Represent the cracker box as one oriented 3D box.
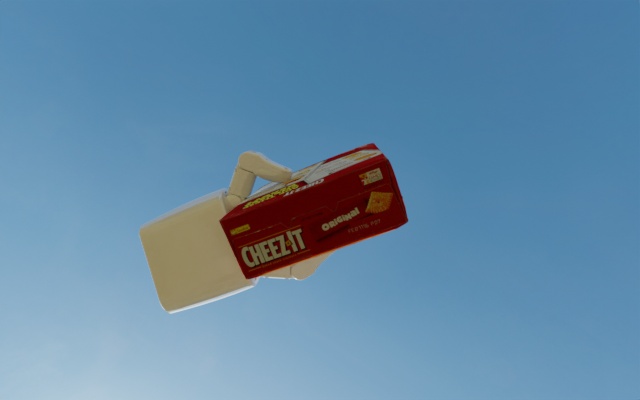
[{"bbox_3d":[0.000,0.002,0.530,0.164,0.072,0.213,-21,9,7],"label":"cracker box"}]
